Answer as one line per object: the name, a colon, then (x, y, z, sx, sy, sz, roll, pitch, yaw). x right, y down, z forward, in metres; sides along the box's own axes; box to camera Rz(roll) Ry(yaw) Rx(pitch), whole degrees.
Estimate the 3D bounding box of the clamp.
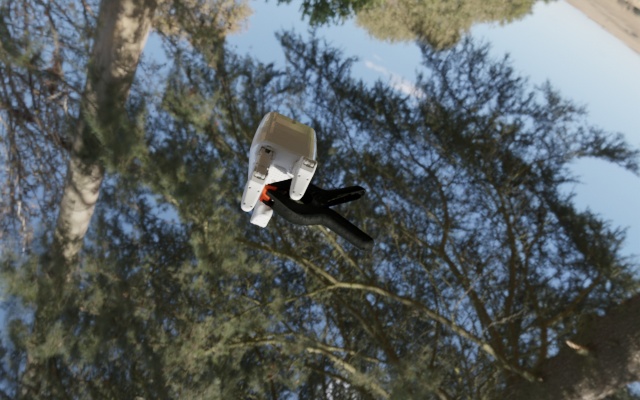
clamp: (0.000, 0.003, 0.690, 0.171, 0.039, 0.120, 22, 35, -12)
